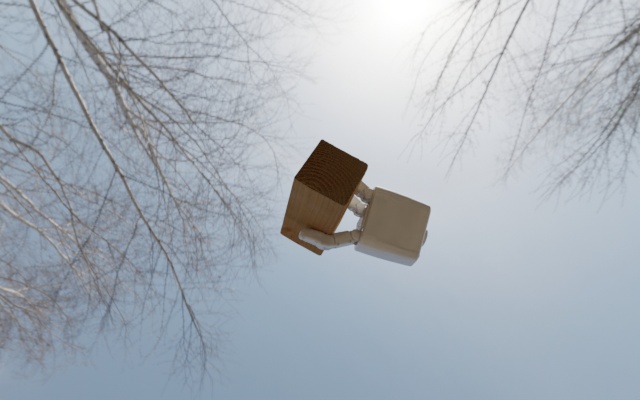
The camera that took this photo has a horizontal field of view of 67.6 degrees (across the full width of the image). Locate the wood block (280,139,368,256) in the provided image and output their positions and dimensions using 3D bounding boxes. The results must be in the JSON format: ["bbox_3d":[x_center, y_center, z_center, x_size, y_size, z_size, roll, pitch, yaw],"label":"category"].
[{"bbox_3d":[0.000,0.003,0.818,0.090,0.090,0.206,29,-30,5],"label":"wood block"}]
